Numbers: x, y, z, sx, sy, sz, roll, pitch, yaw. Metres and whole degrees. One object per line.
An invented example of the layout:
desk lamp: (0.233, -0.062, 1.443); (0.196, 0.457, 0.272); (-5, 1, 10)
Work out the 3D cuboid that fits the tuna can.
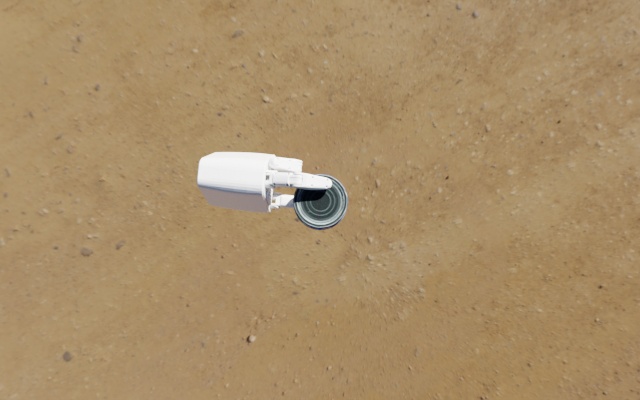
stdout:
tuna can: (0.000, 0.002, 0.745); (0.086, 0.086, 0.034); (0, -7, 0)
